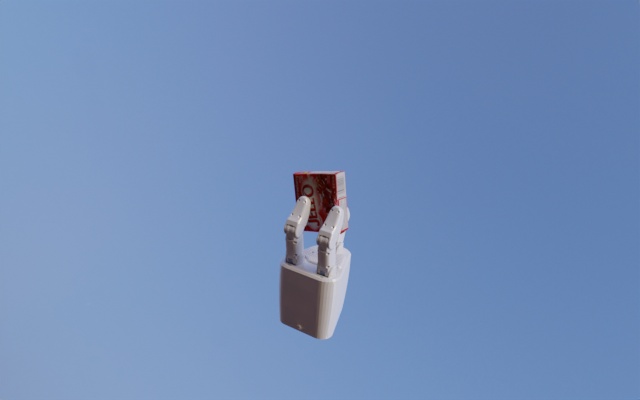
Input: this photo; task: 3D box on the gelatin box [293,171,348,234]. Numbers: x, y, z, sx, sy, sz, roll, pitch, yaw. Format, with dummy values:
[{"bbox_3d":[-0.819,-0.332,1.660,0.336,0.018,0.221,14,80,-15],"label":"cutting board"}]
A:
[{"bbox_3d":[0.000,0.002,0.697,0.073,0.089,0.030,2,13,31],"label":"gelatin box"}]
